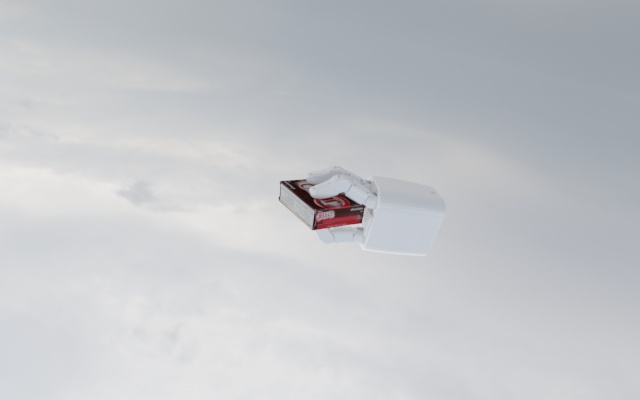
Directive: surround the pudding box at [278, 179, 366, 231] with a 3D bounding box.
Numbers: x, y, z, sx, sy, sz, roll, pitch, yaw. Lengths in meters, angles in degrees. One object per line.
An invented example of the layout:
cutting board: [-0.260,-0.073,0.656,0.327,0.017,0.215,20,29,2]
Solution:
pudding box: [0.000,0.003,0.729,0.090,0.039,0.113,-5,24,-32]
